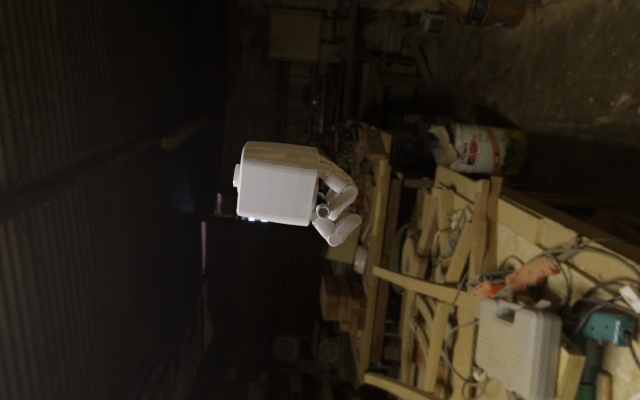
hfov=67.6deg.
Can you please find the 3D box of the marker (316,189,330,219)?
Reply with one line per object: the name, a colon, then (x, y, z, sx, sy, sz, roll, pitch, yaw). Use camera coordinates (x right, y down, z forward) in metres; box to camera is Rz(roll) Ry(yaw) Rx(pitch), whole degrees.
marker: (0.000, 0.002, 0.710, 0.020, 0.020, 0.121, 0, 13, -4)
